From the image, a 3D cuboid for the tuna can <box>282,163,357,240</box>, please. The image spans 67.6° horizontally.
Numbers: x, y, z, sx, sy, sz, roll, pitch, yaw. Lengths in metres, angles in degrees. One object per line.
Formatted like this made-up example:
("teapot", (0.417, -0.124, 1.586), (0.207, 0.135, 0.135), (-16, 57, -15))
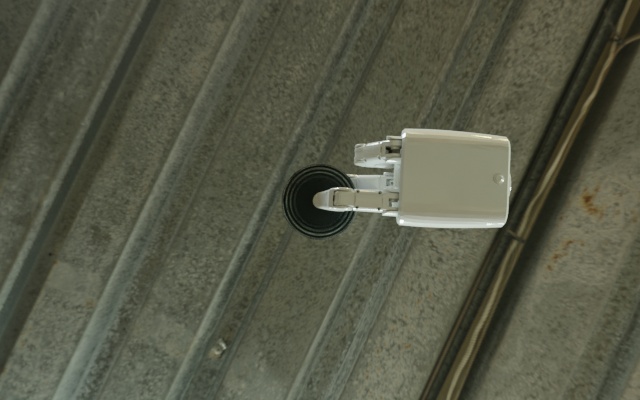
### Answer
("tuna can", (0.000, 0.002, 0.549), (0.086, 0.086, 0.034), (0, -2, 4))
